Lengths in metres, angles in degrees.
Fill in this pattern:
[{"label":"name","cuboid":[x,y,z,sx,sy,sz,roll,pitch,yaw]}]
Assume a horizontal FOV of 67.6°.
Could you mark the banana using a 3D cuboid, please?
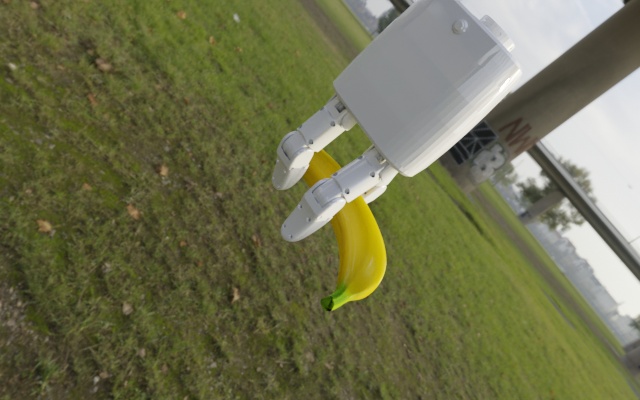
[{"label":"banana","cuboid":[0.015,0.010,0.414,0.070,0.197,0.037,24,-57,-35]}]
